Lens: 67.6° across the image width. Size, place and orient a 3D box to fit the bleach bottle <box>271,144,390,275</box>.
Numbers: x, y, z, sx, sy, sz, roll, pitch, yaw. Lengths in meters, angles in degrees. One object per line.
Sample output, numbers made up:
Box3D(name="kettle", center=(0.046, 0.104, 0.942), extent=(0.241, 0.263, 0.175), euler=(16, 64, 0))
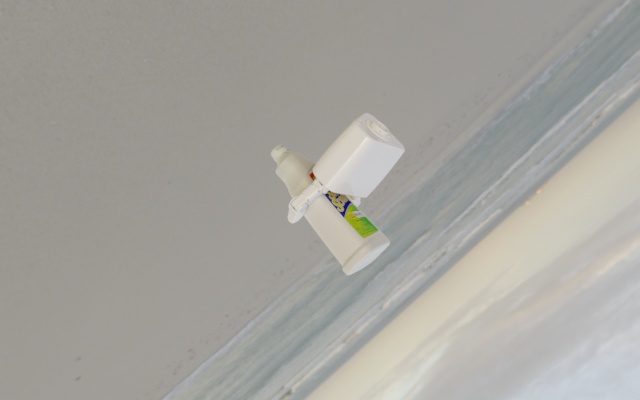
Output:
Box3D(name="bleach bottle", center=(0.000, 0.003, 0.793), extent=(0.068, 0.250, 0.102), euler=(-50, -18, 26))
